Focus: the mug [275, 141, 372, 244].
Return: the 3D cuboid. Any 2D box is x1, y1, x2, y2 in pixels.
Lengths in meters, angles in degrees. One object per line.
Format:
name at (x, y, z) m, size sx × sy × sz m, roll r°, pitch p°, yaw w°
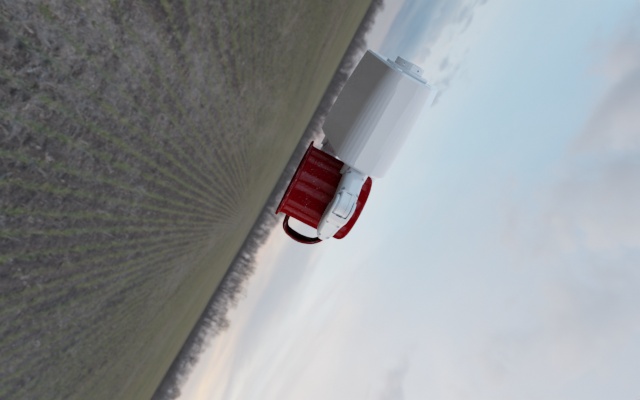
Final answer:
mug at (0.000, 0.003, 0.544) m, size 0.081 × 0.117 × 0.093 m, roll 27°, pitch 22°, yaw -5°
